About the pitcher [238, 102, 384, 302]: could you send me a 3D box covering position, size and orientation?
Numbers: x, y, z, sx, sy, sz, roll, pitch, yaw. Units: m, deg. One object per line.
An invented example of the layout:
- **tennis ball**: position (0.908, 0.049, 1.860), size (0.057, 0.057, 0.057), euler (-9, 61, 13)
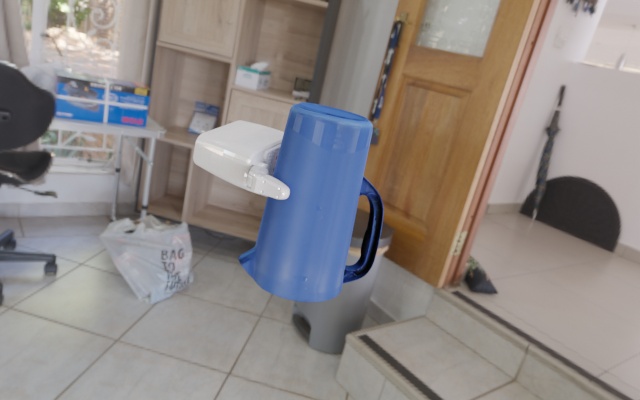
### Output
- **pitcher**: position (0.000, 0.002, 0.637), size (0.145, 0.243, 0.149), euler (22, 19, 28)
